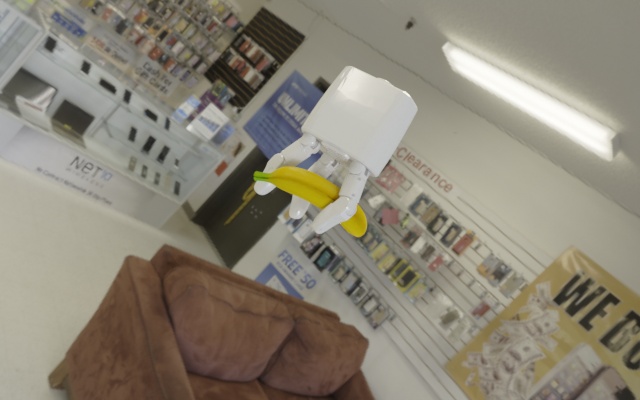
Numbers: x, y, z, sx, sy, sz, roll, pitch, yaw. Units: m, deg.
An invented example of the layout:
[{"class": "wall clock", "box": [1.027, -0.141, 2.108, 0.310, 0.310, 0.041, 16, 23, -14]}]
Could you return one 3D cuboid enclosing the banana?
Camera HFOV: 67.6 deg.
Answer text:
[{"class": "banana", "box": [0.009, 0.001, 0.634, 0.198, 0.037, 0.069, 32, -16, -33]}]
